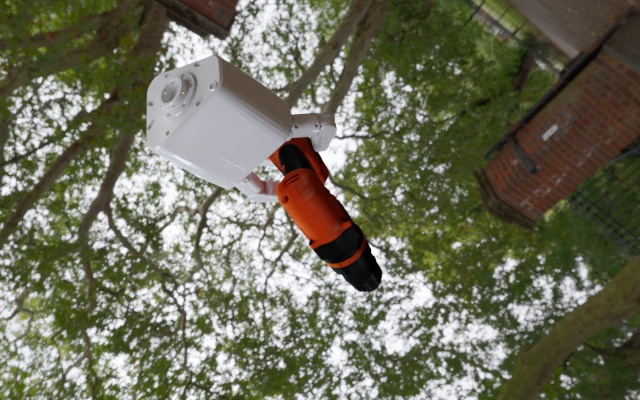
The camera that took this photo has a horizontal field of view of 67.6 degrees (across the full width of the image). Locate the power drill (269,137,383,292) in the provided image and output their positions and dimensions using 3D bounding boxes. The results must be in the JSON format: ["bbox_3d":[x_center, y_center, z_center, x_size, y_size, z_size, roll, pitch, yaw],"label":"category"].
[{"bbox_3d":[0.000,0.001,0.556,0.057,0.184,0.187,-32,37,3],"label":"power drill"}]
